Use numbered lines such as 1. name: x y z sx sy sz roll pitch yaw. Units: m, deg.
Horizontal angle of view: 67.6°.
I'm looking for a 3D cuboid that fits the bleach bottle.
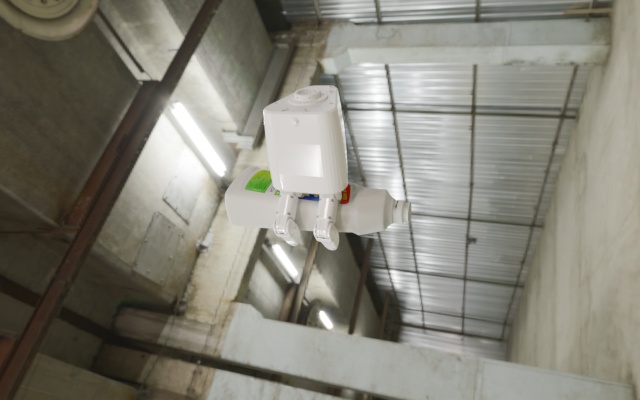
1. bleach bottle: 0.000 0.002 0.664 0.251 0.068 0.102 4 31 19
